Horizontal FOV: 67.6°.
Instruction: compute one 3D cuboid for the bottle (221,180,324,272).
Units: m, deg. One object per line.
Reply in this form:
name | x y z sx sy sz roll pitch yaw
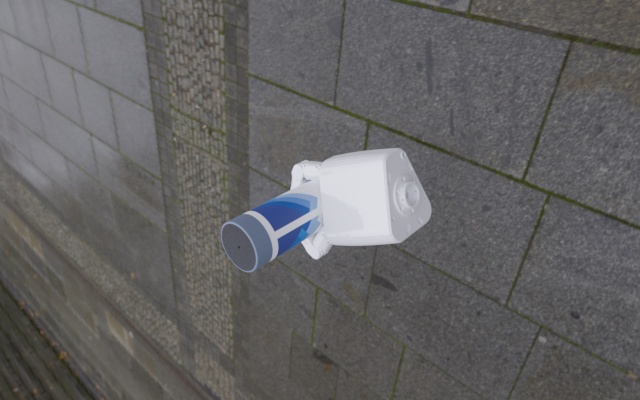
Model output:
bottle | 0.000 0.002 0.660 0.069 0.069 0.295 0 21 45
